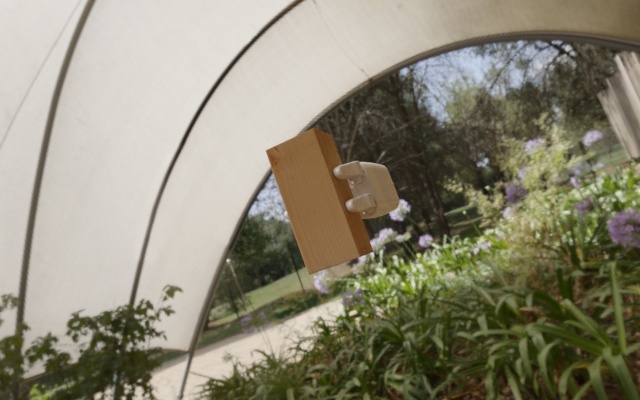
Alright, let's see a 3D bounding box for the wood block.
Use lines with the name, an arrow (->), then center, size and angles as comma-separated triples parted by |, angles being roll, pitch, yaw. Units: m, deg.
wood block -> 0.000, 0.002, 0.762 | 0.091, 0.206, 0.090 | -22, -8, 18
